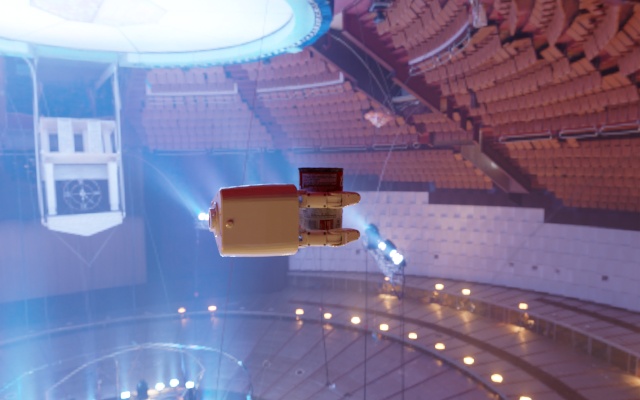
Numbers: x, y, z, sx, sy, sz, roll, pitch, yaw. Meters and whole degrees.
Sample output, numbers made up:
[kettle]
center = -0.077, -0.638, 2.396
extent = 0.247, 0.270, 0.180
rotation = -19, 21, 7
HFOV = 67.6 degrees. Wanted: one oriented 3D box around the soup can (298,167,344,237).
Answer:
[soup can]
center = 0.001, 0.003, 0.713
extent = 0.068, 0.102, 0.068
rotation = 0, 6, 0
